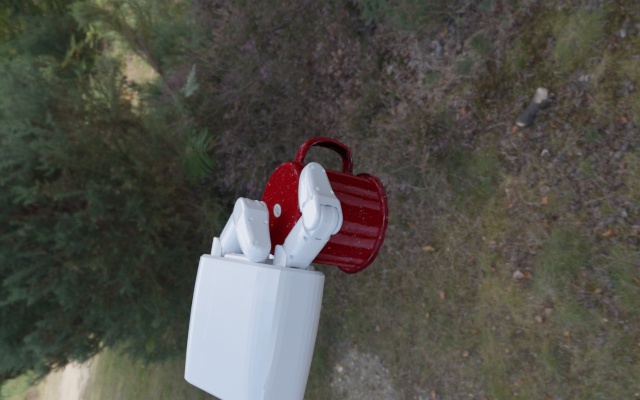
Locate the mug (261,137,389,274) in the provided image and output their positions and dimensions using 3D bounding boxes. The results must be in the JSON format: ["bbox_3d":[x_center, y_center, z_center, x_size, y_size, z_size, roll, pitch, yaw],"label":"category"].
[{"bbox_3d":[0.000,0.000,0.416,0.081,0.117,0.093,12,-10,-29],"label":"mug"}]
